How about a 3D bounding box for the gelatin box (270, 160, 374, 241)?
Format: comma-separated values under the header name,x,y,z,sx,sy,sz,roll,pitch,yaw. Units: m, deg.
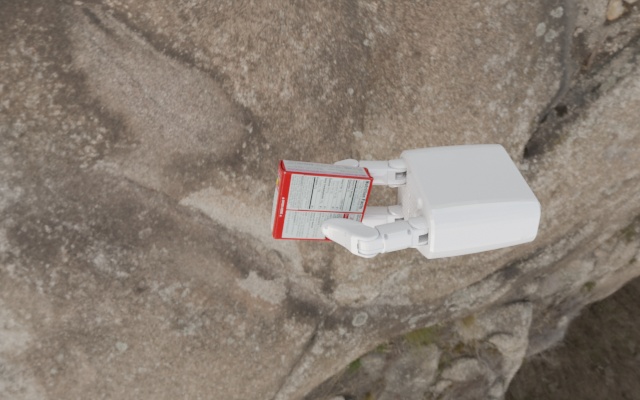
name,x,y,z,sx,sy,sz,roll,pitch,yaw
gelatin box,0.000,0.002,0.463,0.089,0.073,0.030,3,29,-15
